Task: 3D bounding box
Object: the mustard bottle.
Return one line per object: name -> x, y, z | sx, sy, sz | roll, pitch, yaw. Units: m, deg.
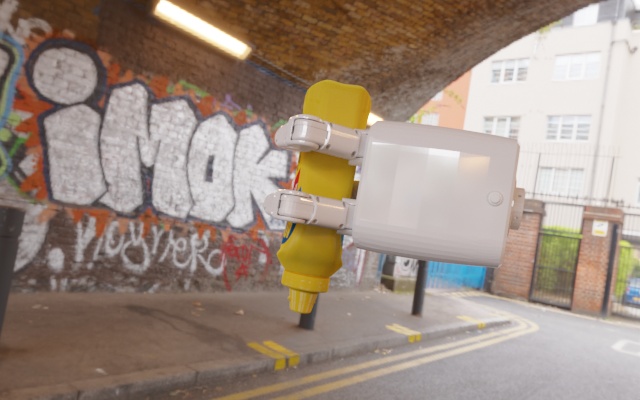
mustard bottle -> 0.000, 0.001, 0.415 | 0.058, 0.191, 0.096 | 10, -3, -6
